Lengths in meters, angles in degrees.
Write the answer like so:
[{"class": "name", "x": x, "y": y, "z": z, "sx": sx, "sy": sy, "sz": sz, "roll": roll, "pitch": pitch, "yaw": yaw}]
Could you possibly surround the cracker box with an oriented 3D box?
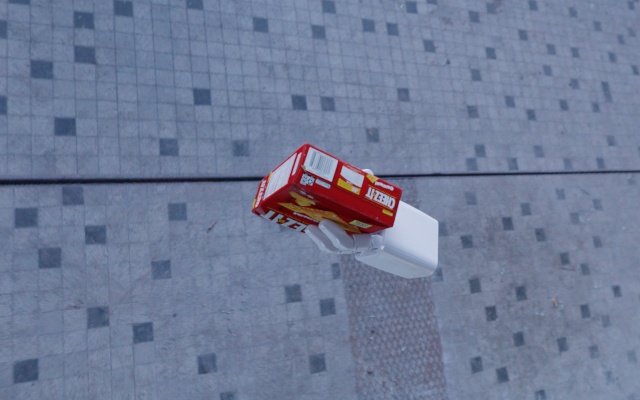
[{"class": "cracker box", "x": 0.000, "y": 0.002, "z": 0.754, "sx": 0.164, "sy": 0.072, "sz": 0.214, "roll": 24, "pitch": -21, "yaw": -17}]
